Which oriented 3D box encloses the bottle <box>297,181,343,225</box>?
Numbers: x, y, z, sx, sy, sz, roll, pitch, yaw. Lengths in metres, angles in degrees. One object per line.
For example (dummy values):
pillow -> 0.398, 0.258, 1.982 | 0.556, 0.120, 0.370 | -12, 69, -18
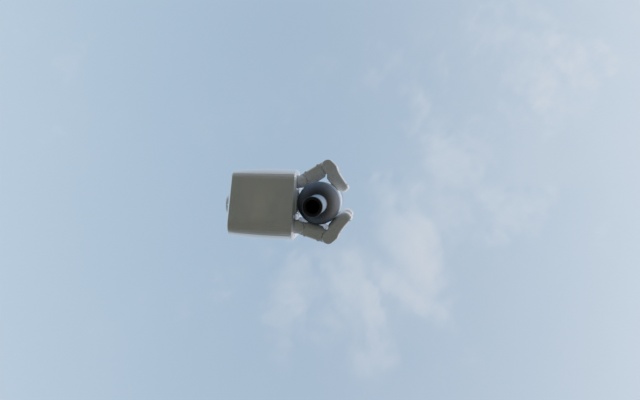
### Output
bottle -> 0.000, 0.002, 0.769 | 0.069, 0.069, 0.295 | 0, 2, 4
